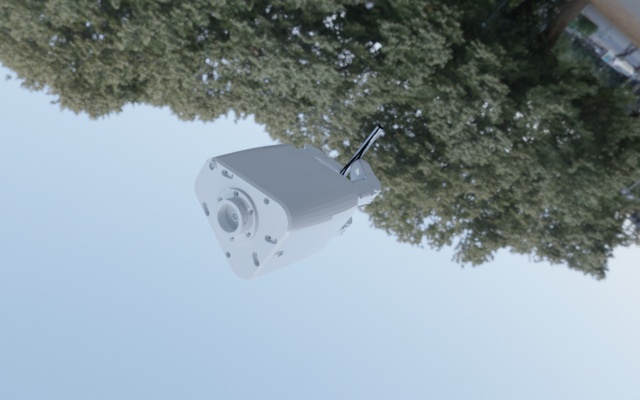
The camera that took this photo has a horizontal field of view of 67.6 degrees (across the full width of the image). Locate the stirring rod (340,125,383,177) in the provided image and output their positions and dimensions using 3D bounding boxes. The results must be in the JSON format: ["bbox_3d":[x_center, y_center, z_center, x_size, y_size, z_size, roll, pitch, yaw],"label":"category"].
[{"bbox_3d":[0.000,0.002,0.576,0.011,0.011,0.240,0,-42,-46],"label":"stirring rod"}]
